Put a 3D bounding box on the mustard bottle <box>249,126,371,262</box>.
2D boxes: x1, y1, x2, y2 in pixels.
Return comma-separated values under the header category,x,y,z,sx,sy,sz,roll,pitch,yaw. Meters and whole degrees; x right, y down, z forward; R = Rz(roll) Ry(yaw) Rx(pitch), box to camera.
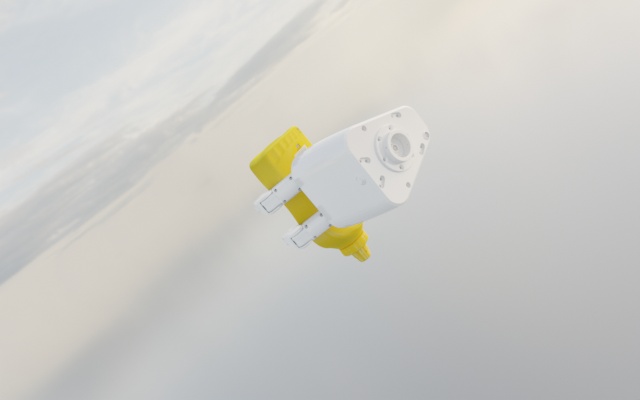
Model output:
category,x,y,z,sx,sy,sz,roll,pitch,yaw
mustard bottle,0.000,0.002,0.604,0.058,0.191,0.096,-33,13,34
